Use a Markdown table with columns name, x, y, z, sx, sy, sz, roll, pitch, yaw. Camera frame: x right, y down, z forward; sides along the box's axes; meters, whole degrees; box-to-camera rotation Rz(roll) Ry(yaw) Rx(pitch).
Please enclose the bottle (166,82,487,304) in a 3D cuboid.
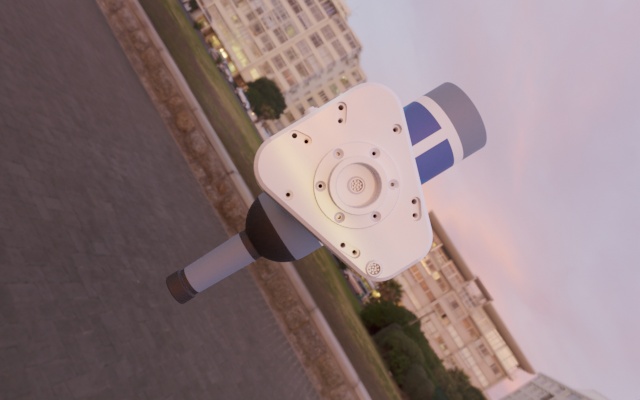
| name | x | y | z | sx | sy | sz | roll | pitch | yaw |
| --- | --- | --- | --- | --- | --- | --- | --- | --- | --- |
| bottle | 0.000 | 0.001 | 0.416 | 0.295 | 0.069 | 0.069 | -31 | 1 | -2 |
